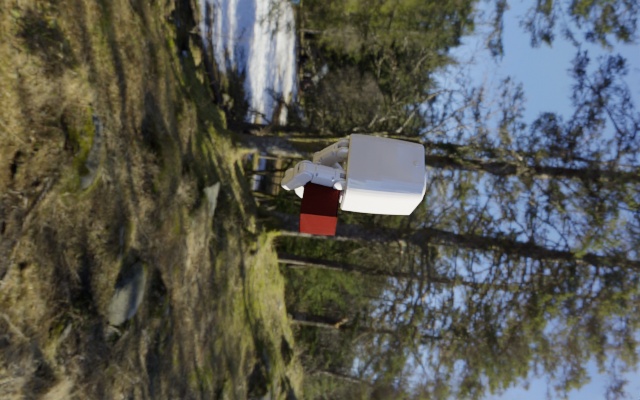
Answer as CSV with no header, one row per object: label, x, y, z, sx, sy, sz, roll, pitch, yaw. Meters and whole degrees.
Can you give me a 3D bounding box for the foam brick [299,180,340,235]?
foam brick,0.000,0.002,0.666,0.051,0.078,0.053,7,-32,0
